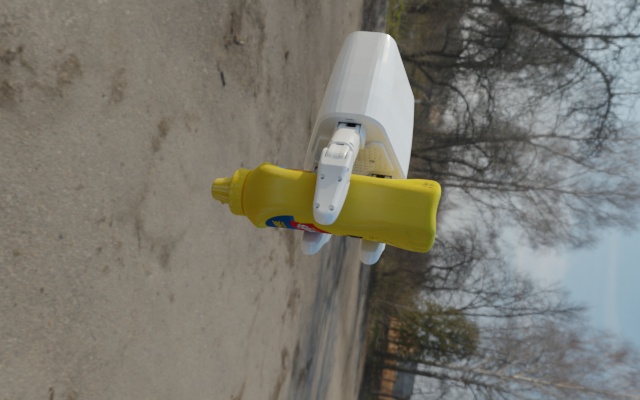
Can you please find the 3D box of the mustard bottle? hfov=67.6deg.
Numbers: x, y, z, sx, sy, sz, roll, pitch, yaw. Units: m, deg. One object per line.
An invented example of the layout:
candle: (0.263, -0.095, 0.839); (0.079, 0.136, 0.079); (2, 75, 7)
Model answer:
mustard bottle: (0.000, 0.002, 0.403); (0.191, 0.058, 0.096); (8, -4, 11)
